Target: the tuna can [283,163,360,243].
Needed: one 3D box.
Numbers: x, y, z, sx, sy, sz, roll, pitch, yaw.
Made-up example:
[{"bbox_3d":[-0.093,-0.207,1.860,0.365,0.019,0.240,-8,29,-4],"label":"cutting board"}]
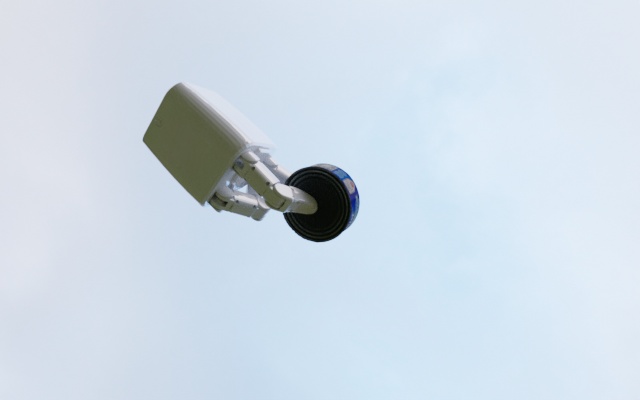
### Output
[{"bbox_3d":[0.000,0.002,0.537,0.086,0.086,0.033,0,12,25],"label":"tuna can"}]
